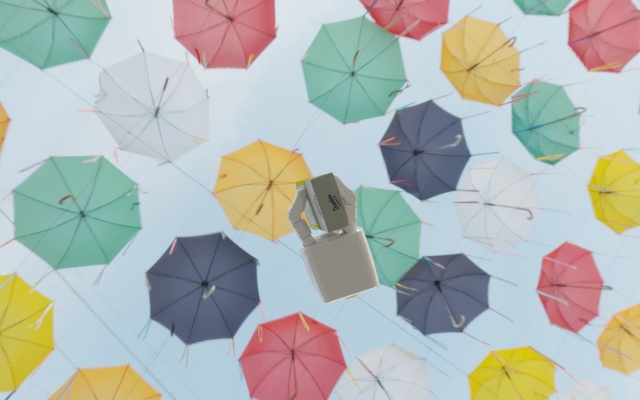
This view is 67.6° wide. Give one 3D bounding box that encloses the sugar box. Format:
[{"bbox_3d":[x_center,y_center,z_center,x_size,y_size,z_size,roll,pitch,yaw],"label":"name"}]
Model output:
[{"bbox_3d":[0.001,0.003,0.842,0.048,0.093,0.176,-20,5,-13],"label":"sugar box"}]
